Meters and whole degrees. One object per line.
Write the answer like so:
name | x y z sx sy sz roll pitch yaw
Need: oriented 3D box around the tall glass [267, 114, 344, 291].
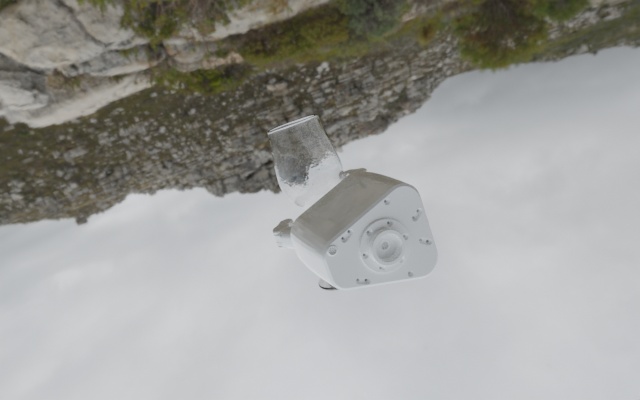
tall glass | 0.000 0.003 0.572 0.079 0.201 0.079 -19 13 4
